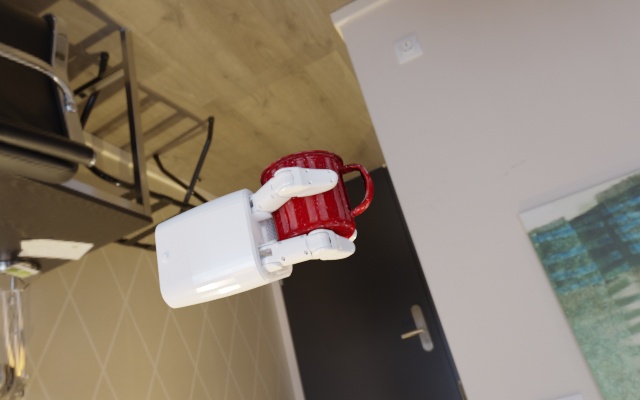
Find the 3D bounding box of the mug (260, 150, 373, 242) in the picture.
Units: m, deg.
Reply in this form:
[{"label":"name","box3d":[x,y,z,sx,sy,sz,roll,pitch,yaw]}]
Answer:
[{"label":"mug","box3d":[0.001,0.001,0.501,0.117,0.081,0.093,-20,-24,12]}]
